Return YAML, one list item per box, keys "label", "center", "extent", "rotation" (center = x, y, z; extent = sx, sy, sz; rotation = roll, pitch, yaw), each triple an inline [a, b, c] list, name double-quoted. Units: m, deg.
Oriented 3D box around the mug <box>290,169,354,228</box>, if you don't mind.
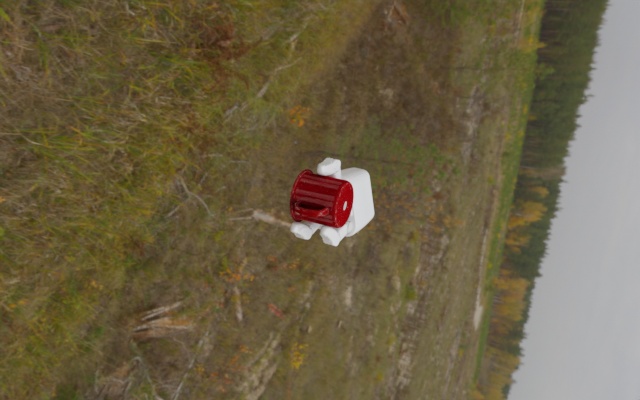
- label: "mug"
  center: [0.000, 0.003, 0.795]
  extent: [0.081, 0.093, 0.117]
  rotation: [13, 20, 23]
